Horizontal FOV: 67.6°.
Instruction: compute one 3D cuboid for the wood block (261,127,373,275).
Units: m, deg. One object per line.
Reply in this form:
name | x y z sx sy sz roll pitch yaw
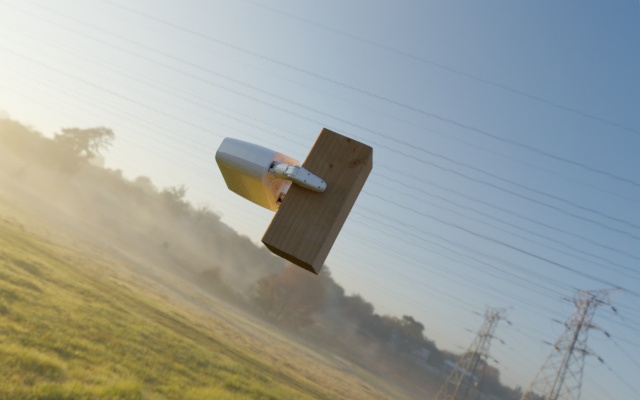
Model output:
wood block | 0.000 0.002 0.762 0.090 0.206 0.091 25 -13 14
